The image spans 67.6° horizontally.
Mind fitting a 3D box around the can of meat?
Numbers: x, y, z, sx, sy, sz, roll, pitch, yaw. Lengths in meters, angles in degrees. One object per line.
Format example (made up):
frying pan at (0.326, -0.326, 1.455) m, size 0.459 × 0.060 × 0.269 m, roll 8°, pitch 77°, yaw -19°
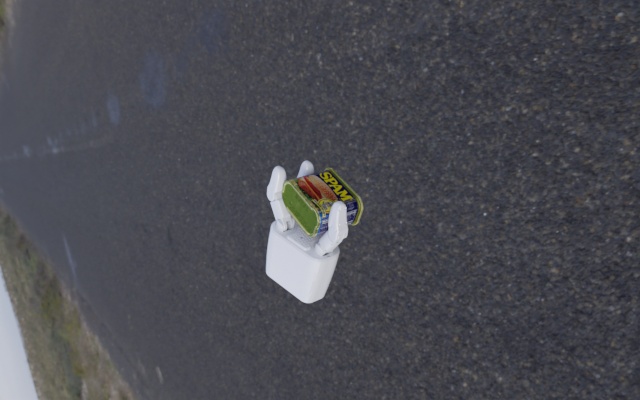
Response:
can of meat at (0.000, 0.002, 0.733) m, size 0.084 × 0.057 × 0.102 m, roll -16°, pitch 50°, yaw -33°
